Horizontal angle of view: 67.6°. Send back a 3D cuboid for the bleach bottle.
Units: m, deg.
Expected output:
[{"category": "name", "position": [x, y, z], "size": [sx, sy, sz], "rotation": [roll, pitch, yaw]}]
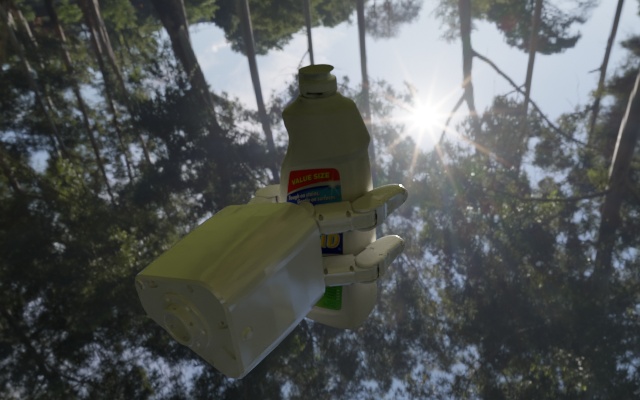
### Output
[{"category": "bleach bottle", "position": [0.000, 0.001, 0.445], "size": [0.102, 0.251, 0.068], "rotation": [14, 35, 29]}]
